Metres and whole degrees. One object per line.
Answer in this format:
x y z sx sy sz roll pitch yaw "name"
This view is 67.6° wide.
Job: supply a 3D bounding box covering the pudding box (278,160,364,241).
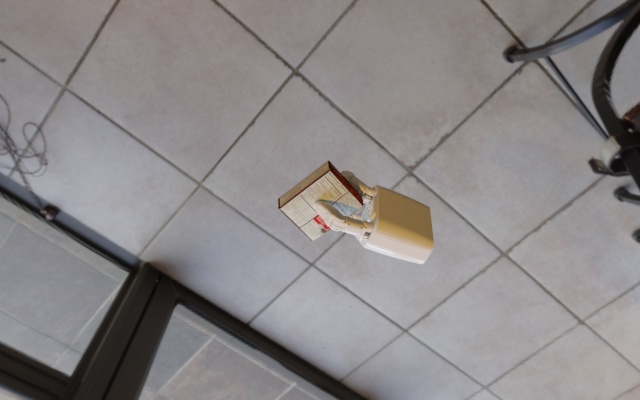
0.000 0.003 0.783 0.113 0.090 0.039 -37 24 15 "pudding box"
